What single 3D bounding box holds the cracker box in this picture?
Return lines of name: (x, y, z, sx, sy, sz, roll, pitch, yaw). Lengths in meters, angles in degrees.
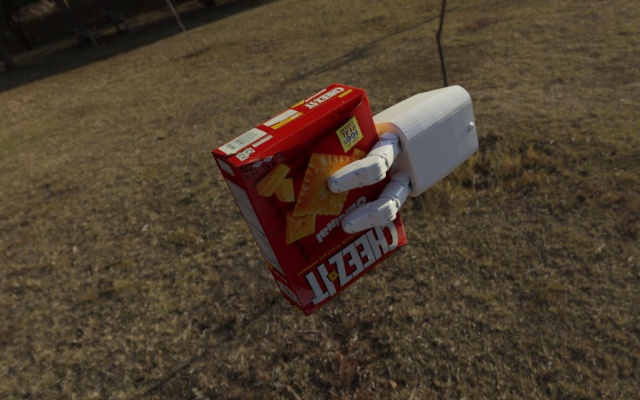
cracker box: (0.000, 0.002, 0.544, 0.164, 0.214, 0.072, -33, 33, -19)
